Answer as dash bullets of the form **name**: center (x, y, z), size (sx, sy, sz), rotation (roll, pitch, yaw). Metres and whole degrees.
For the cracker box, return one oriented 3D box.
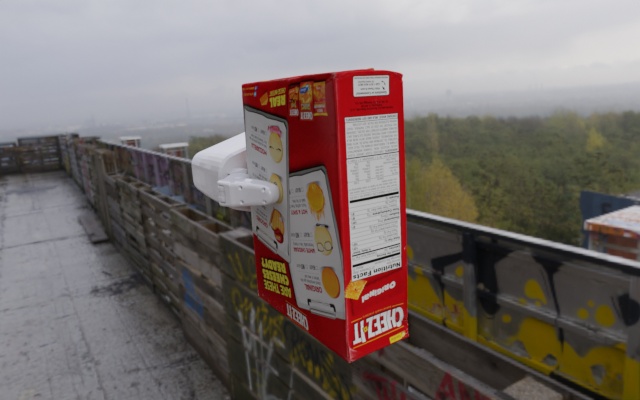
- **cracker box**: center (0.000, 0.001, 0.415), size (0.072, 0.214, 0.164), rotation (-11, 14, -30)
